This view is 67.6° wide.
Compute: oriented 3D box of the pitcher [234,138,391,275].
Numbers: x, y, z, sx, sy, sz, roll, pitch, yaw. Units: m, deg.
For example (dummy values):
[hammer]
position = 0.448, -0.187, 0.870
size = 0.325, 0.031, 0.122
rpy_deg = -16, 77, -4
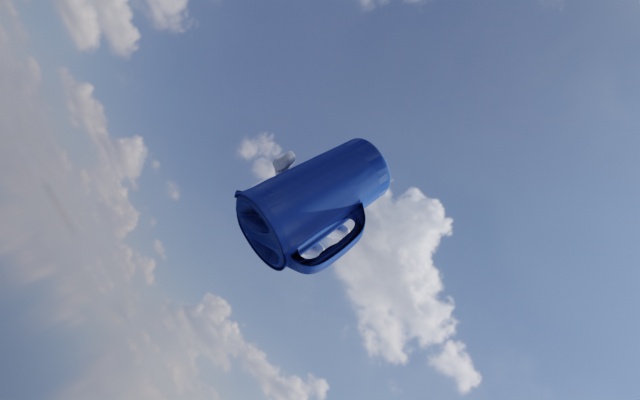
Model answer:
[pitcher]
position = 0.000, 0.002, 0.757
size = 0.242, 0.149, 0.145
rpy_deg = -31, 13, -26
